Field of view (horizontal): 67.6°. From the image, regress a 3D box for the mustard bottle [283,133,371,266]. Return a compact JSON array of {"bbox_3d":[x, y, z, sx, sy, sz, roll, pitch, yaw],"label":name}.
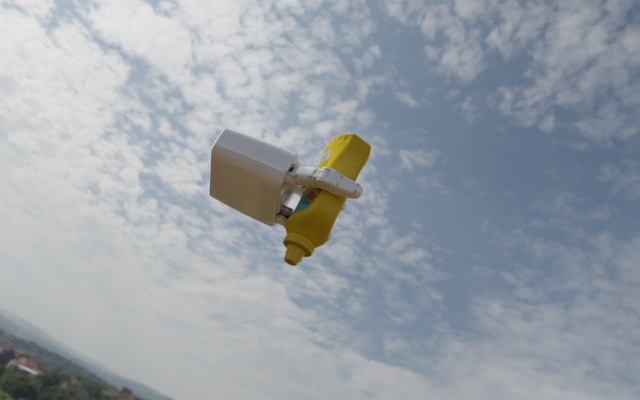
[{"bbox_3d":[0.001,0.002,0.643,0.058,0.191,0.096,35,-28,-15],"label":"mustard bottle"}]
